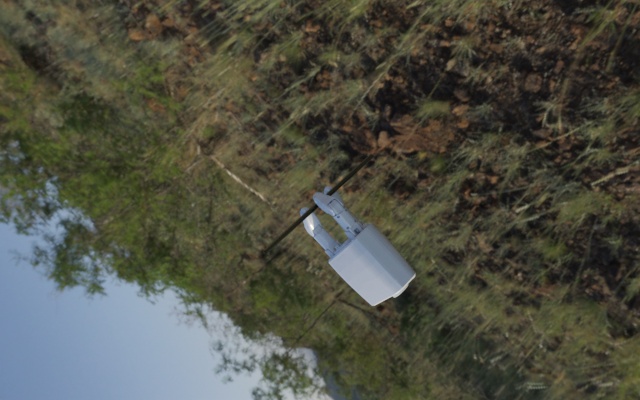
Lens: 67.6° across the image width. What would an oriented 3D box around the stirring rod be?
[{"bbox_3d":[0.000,0.002,0.769,0.239,0.011,0.011,-42,14,-16],"label":"stirring rod"}]
